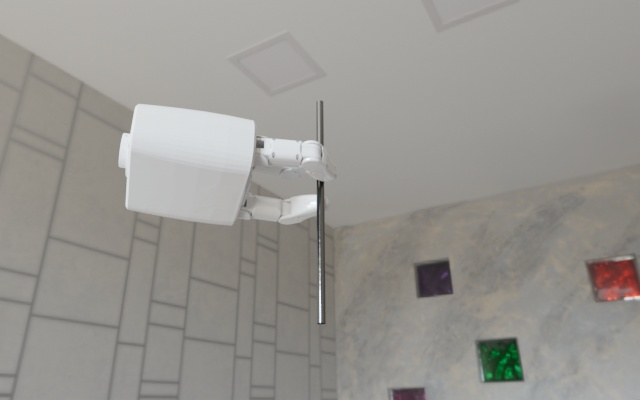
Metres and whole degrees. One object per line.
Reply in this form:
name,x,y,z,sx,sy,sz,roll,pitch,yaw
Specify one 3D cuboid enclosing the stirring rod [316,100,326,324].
stirring rod,0.000,0.002,0.481,0.011,0.239,0.011,0,-23,0
